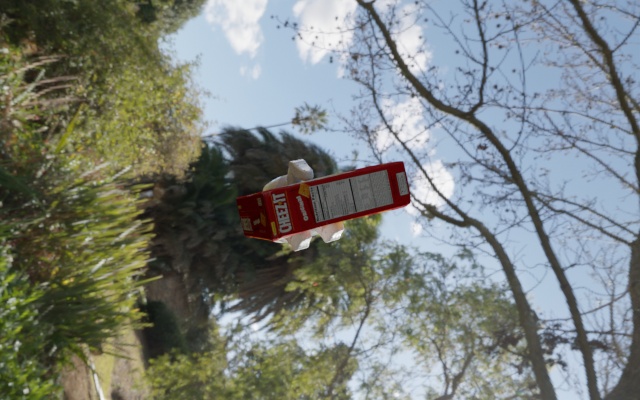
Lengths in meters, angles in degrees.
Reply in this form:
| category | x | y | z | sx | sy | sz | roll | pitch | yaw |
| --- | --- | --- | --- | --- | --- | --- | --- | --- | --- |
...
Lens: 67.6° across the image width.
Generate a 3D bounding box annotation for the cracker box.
| category | x | y | z | sx | sy | sz | roll | pitch | yaw |
| --- | --- | --- | --- | --- | --- | --- | --- | --- | --- |
| cracker box | 0.000 | 0.002 | 0.707 | 0.213 | 0.072 | 0.164 | -14 | 2 | -21 |
